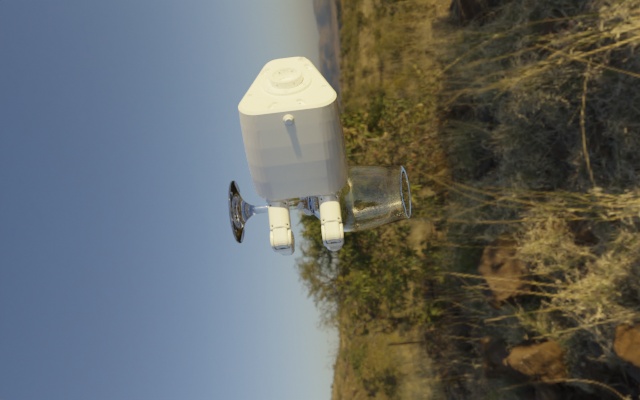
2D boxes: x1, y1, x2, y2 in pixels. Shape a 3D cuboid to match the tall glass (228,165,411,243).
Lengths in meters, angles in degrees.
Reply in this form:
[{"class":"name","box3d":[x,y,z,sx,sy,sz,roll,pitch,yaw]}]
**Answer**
[{"class":"tall glass","box3d":[-0.001,0.002,0.555,0.201,0.079,0.079,-6,0,2]}]
